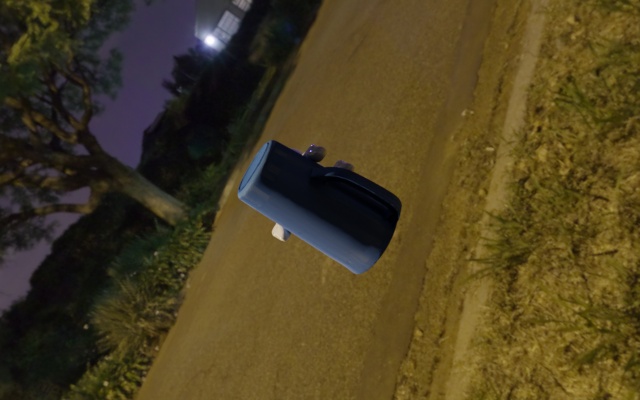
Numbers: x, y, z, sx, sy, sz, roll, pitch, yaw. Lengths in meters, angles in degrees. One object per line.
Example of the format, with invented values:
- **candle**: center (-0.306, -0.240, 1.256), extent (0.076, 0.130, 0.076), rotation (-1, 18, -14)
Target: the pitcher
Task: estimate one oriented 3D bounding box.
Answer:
- **pitcher**: center (0.000, 0.003, 0.766), extent (0.243, 0.149, 0.145), rotation (31, 7, -16)
